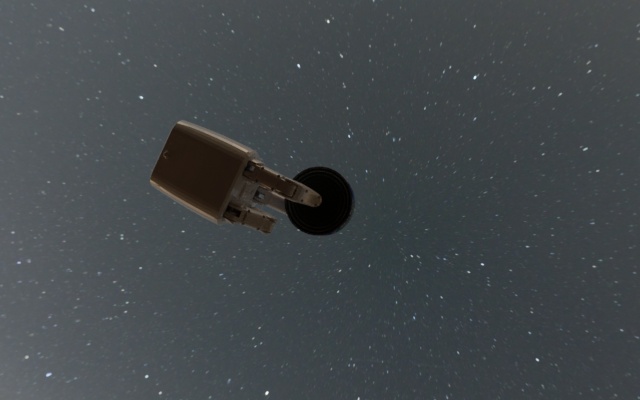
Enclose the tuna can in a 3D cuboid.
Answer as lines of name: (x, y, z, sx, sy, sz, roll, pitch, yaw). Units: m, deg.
tuna can: (0.000, 0.002, 0.604, 0.086, 0.086, 0.034, 0, -6, 13)
